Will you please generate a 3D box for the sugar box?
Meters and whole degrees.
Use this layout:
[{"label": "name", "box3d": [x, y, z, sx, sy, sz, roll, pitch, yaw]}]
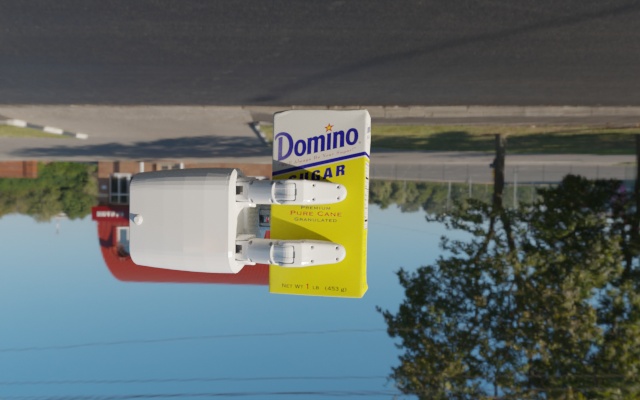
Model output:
[{"label": "sugar box", "box3d": [0.000, 0.002, 0.464, 0.093, 0.176, 0.048, 1, 2, 11]}]
